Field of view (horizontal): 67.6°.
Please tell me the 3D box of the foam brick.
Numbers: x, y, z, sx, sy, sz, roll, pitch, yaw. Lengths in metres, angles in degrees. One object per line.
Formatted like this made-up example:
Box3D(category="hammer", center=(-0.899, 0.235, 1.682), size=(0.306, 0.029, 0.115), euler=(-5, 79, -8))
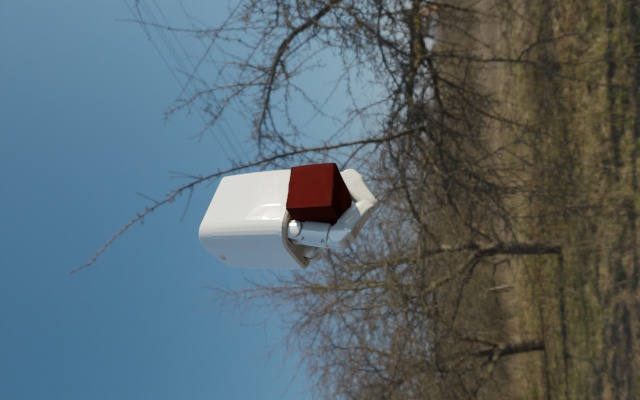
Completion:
Box3D(category="foam brick", center=(0.000, 0.001, 0.522), size=(0.051, 0.053, 0.078), euler=(-2, -28, 17))
